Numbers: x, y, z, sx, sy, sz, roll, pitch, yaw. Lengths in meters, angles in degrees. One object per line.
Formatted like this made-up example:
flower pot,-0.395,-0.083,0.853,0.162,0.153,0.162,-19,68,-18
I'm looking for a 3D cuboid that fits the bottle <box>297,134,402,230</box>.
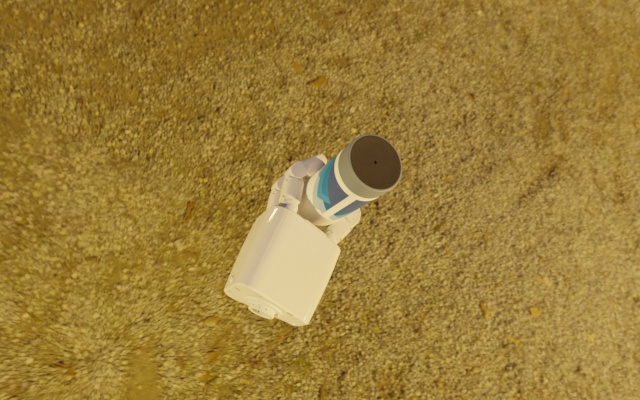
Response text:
bottle,0.000,0.002,0.634,0.069,0.069,0.296,0,-17,-25
